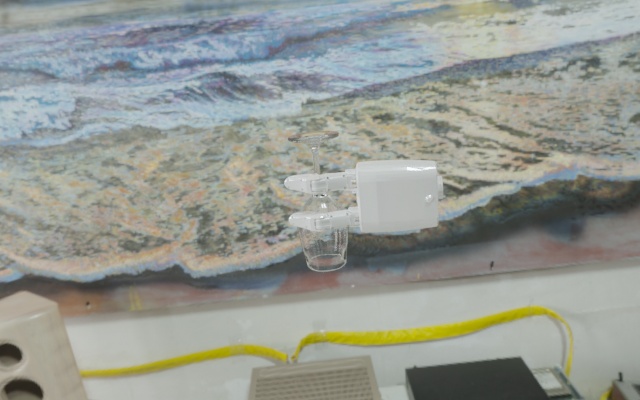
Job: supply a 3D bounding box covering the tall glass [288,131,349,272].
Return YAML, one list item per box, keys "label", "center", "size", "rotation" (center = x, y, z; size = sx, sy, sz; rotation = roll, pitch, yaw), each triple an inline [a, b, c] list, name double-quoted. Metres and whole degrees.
- label: "tall glass"
  center: [0.000, 0.002, 0.710]
  size: [0.079, 0.201, 0.079]
  rotation: [-5, 18, 2]
